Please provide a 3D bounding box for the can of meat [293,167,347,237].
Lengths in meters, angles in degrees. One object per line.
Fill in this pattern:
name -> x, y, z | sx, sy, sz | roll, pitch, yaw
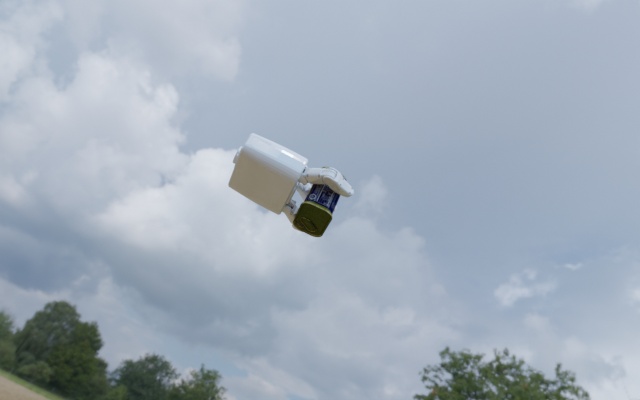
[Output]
can of meat -> 0.000, 0.002, 0.824 | 0.057, 0.084, 0.102 | 26, -31, -1
